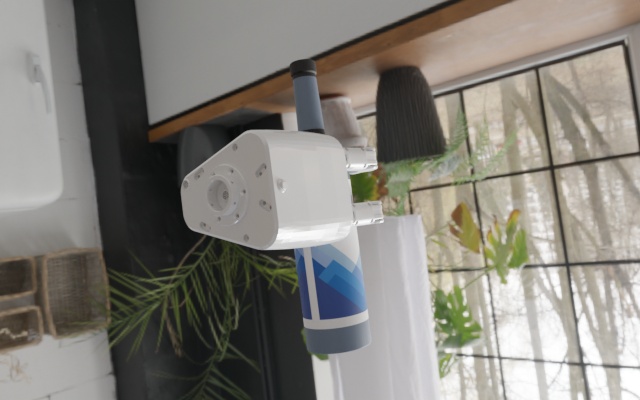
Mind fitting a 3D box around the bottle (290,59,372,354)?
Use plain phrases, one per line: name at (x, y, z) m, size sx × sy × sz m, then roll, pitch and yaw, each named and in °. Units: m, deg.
bottle at (0.000, 0.002, 0.494) m, size 0.069 × 0.295 × 0.069 m, roll -7°, pitch -3°, yaw 0°
